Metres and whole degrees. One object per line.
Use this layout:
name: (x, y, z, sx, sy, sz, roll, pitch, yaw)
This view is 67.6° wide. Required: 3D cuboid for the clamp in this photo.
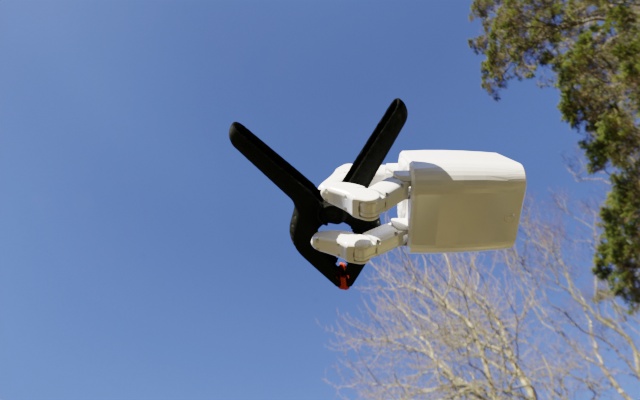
clamp: (0.000, 0.002, 0.482, 0.164, 0.210, 0.036, -1, 31, 3)
